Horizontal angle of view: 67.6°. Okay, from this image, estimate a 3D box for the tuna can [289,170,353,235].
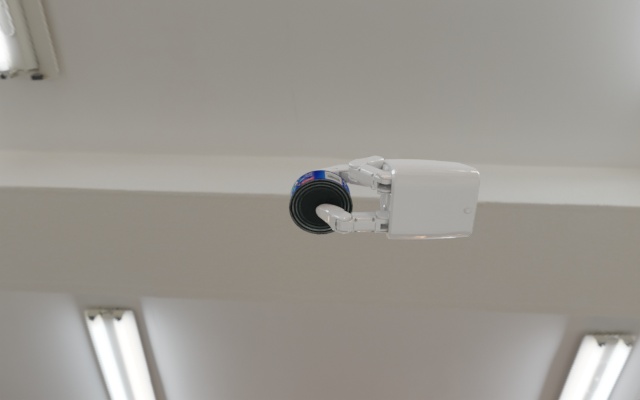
[{"bbox_3d":[0.000,0.002,0.654,0.086,0.086,0.033,0,30,-2],"label":"tuna can"}]
